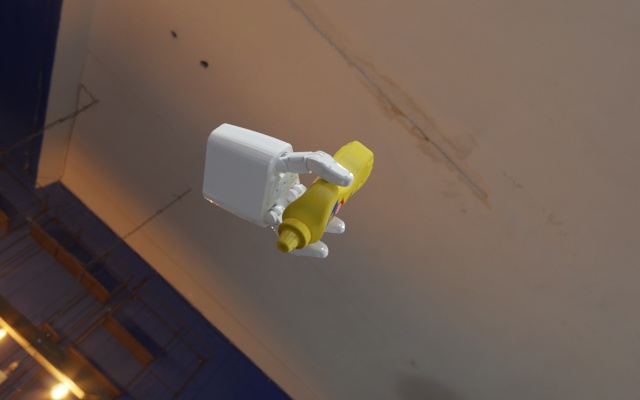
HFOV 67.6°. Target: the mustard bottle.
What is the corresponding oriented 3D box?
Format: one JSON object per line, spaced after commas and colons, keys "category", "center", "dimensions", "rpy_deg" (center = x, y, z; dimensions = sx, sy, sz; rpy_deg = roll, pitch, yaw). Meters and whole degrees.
{"category": "mustard bottle", "center": [0.001, 0.002, 0.629], "dimensions": [0.191, 0.058, 0.096], "rpy_deg": [-49, -4, -43]}
